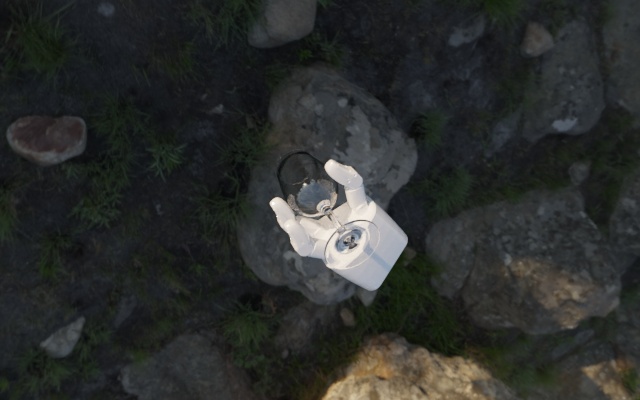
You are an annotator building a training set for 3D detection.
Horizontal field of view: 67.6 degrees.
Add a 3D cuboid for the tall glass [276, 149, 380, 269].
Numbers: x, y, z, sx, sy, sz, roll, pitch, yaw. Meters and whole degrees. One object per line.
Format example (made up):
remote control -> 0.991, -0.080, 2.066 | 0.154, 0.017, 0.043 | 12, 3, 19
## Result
tall glass -> 0.000, 0.002, 0.650 | 0.079, 0.079, 0.201 | 0, 32, -28
